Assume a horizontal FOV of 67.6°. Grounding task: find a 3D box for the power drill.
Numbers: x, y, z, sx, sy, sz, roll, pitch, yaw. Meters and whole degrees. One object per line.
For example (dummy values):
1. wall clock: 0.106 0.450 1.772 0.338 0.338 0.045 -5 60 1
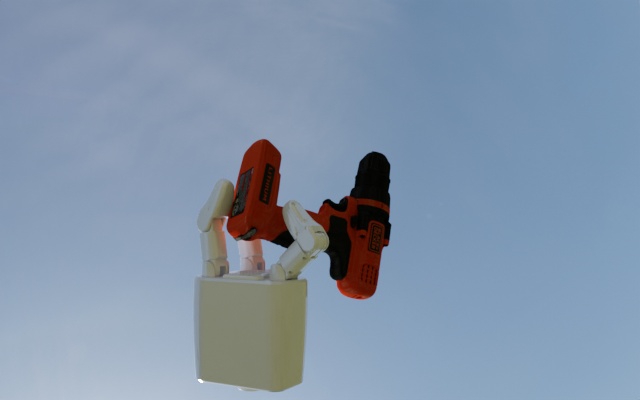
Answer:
1. power drill: 0.000 0.002 0.536 0.188 0.184 0.057 22 -26 -26
